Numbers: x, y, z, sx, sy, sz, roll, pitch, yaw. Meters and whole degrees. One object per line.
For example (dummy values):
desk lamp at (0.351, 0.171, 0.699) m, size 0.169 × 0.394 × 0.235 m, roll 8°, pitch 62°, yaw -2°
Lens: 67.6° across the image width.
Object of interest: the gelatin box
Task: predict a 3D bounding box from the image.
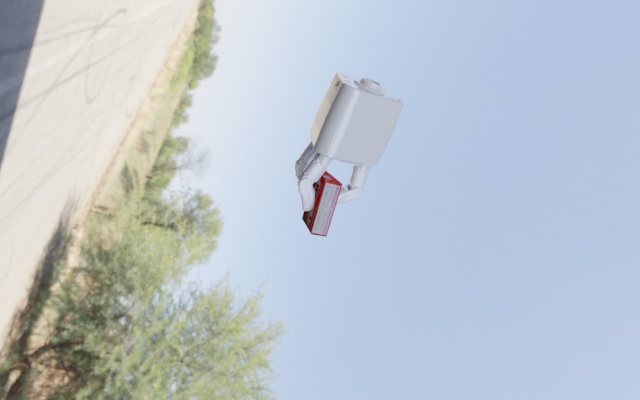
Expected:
gelatin box at (0.000, 0.003, 0.749) m, size 0.030 × 0.089 × 0.073 m, roll 12°, pitch 13°, yaw -17°
